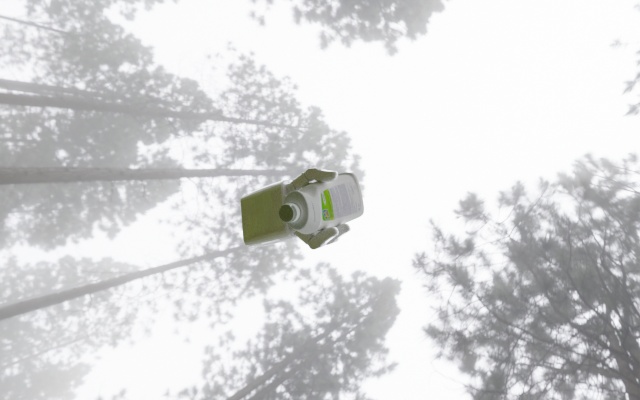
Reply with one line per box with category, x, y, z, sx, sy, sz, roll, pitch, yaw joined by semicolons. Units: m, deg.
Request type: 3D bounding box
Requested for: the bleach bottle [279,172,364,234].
bleach bottle;0.000;0.003;0.875;0.068;0.102;0.251;-16;-3;27
